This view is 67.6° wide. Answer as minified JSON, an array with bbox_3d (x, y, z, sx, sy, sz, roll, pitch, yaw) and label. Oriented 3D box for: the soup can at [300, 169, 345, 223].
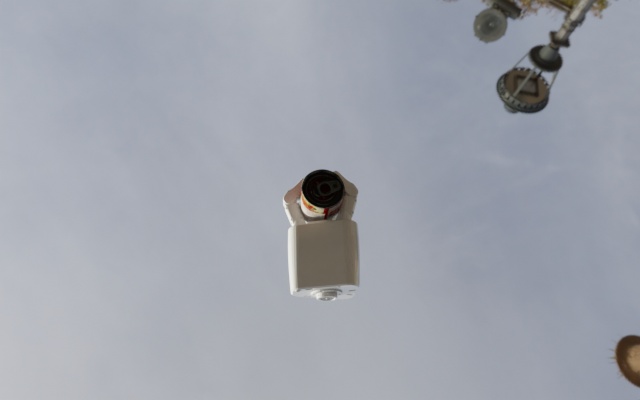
[{"bbox_3d":[0.000,0.002,0.786,0.068,0.068,0.102,0,-25,-5],"label":"soup can"}]
